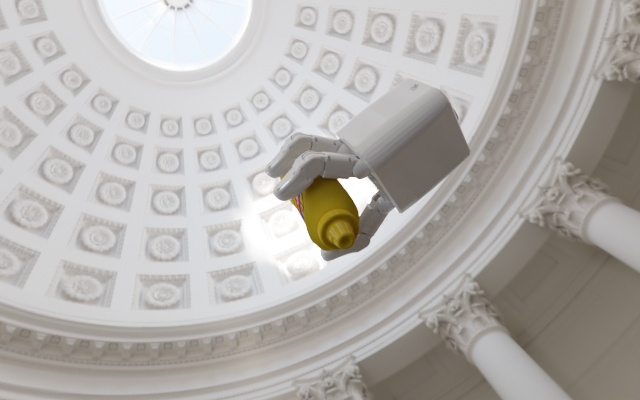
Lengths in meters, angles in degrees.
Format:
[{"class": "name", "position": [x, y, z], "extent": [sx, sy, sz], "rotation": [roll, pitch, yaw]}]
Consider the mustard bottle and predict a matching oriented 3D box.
[{"class": "mustard bottle", "position": [0.000, 0.002, 0.536], "extent": [0.058, 0.096, 0.191], "rotation": [-17, 27, -9]}]
